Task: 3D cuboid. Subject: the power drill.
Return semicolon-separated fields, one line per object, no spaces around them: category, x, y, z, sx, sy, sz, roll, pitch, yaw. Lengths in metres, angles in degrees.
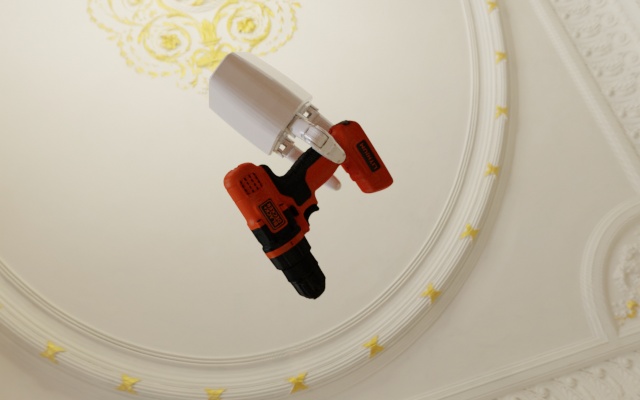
power drill;0.000;0.001;0.589;0.187;0.184;0.057;-37;12;-23
